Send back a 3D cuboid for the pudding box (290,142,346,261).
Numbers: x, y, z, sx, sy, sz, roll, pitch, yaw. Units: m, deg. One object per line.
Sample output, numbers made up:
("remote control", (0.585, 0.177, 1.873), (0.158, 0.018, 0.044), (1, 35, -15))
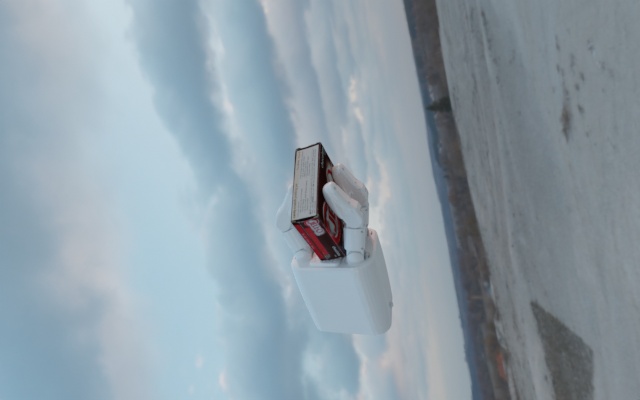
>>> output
("pudding box", (0.000, 0.002, 0.572), (0.039, 0.113, 0.090), (-14, -39, 16))
